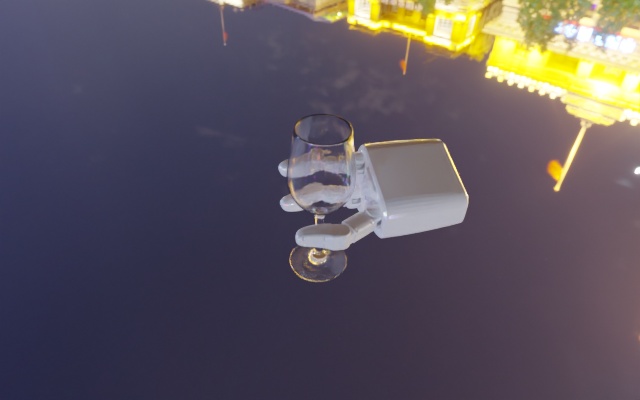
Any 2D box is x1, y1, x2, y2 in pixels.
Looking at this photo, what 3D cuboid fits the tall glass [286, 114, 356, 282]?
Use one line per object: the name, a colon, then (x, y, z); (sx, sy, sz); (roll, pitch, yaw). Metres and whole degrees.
tall glass: (0.000, 0.002, 0.557); (0.079, 0.201, 0.079); (1, 41, -1)
